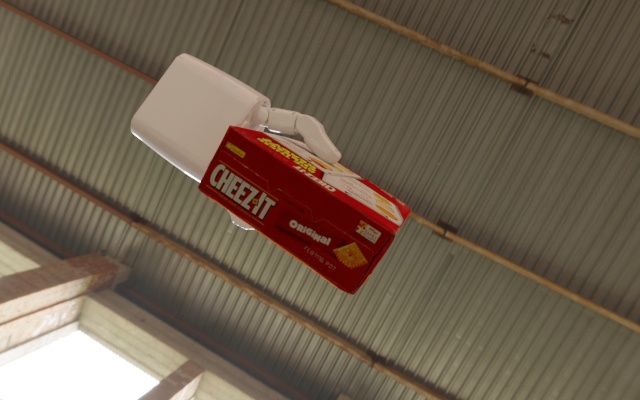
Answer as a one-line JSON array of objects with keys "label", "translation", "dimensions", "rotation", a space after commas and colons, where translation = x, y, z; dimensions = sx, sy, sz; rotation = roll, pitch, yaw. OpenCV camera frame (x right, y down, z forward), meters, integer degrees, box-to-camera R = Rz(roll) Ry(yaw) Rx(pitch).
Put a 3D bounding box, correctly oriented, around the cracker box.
[{"label": "cracker box", "translation": [0.000, 0.001, 0.486], "dimensions": [0.164, 0.072, 0.213], "rotation": [33, 11, 10]}]
